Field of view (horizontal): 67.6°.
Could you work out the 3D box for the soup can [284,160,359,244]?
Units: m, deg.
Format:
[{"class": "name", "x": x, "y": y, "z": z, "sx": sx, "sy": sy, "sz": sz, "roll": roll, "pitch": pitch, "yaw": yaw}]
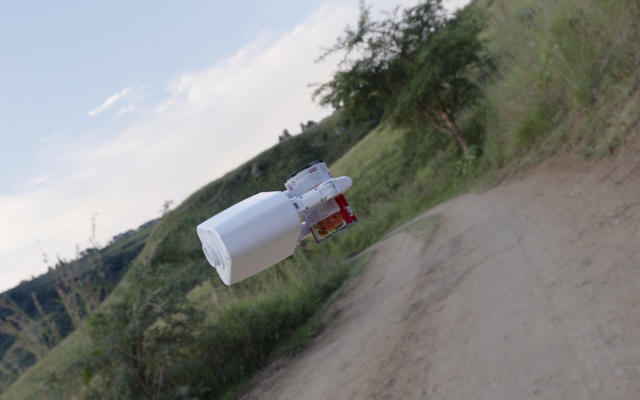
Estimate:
[{"class": "soup can", "x": 0.000, "y": 0.002, "z": 0.682, "sx": 0.068, "sy": 0.102, "sz": 0.068, "roll": -29, "pitch": -5, "yaw": -3}]
